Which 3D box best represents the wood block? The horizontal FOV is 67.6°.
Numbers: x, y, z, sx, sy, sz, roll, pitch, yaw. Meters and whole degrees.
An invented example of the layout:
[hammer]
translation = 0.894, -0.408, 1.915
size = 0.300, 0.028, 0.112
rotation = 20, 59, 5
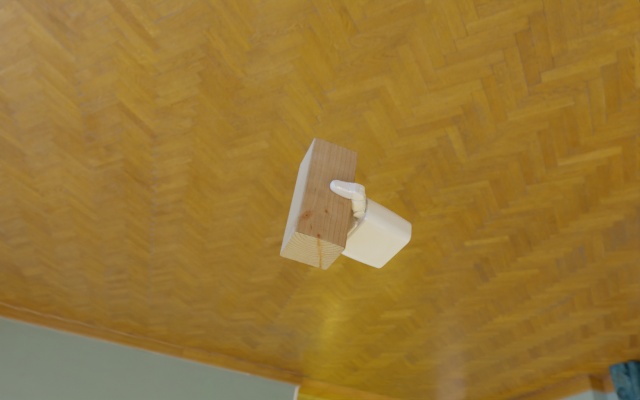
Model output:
[wood block]
translation = 0.001, 0.003, 0.848
size = 0.090, 0.206, 0.091
rotation = 19, -37, -12
